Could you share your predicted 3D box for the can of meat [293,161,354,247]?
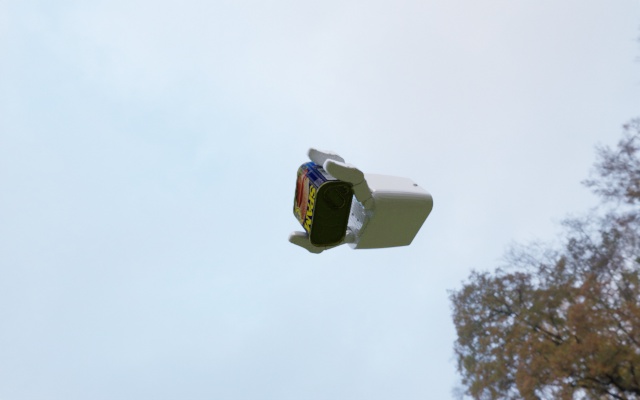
[{"bbox_3d":[0.000,0.002,0.694,0.057,0.102,0.084,-3,27,-24],"label":"can of meat"}]
